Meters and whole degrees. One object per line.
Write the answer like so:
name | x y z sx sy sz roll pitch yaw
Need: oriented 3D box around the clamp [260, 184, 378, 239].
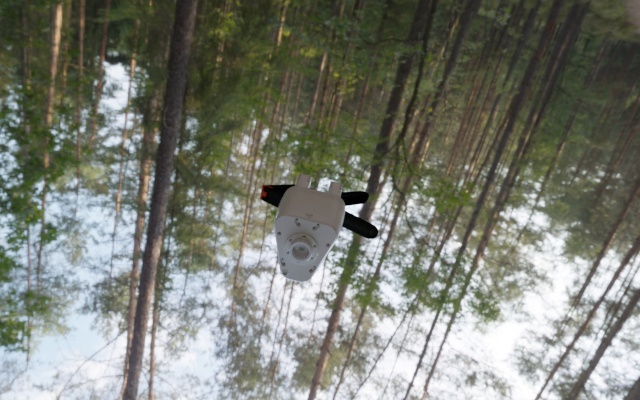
clamp | -0.001 0.003 0.852 0.210 0.036 0.164 14 22 1
